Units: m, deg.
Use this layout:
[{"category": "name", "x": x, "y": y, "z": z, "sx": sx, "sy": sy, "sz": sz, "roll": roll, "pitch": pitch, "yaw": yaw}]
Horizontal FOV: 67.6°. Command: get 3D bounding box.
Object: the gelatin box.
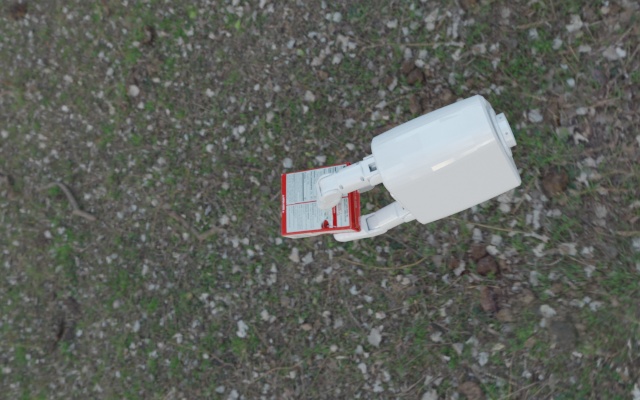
[{"category": "gelatin box", "x": 0.000, "y": 0.002, "z": 0.536, "sx": 0.089, "sy": 0.073, "sz": 0.030, "roll": -8, "pitch": -14, "yaw": 25}]
